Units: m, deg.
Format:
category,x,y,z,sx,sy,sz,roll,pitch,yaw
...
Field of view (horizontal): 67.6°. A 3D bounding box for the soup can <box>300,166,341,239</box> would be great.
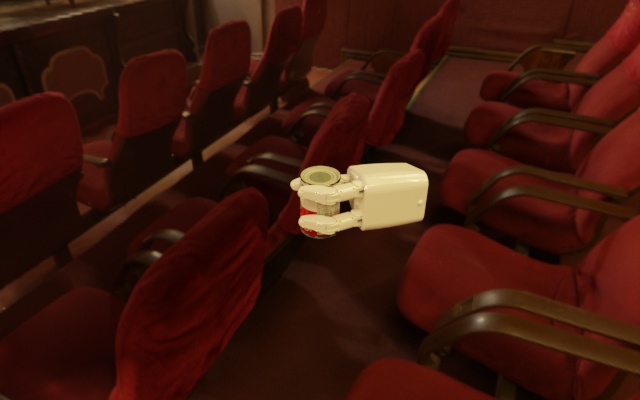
category,x,y,z,sx,sy,sz,roll,pitch,yaw
soup can,0.000,0.002,0.791,0.068,0.102,0.068,0,32,0
